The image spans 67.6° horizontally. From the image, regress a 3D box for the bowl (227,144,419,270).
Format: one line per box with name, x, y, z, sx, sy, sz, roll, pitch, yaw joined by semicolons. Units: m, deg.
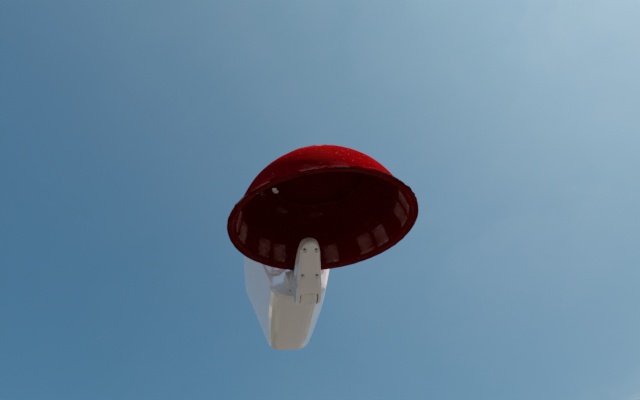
bowl;0.001;0.000;0.417;0.162;0.055;0.162;-5;-34;-3
